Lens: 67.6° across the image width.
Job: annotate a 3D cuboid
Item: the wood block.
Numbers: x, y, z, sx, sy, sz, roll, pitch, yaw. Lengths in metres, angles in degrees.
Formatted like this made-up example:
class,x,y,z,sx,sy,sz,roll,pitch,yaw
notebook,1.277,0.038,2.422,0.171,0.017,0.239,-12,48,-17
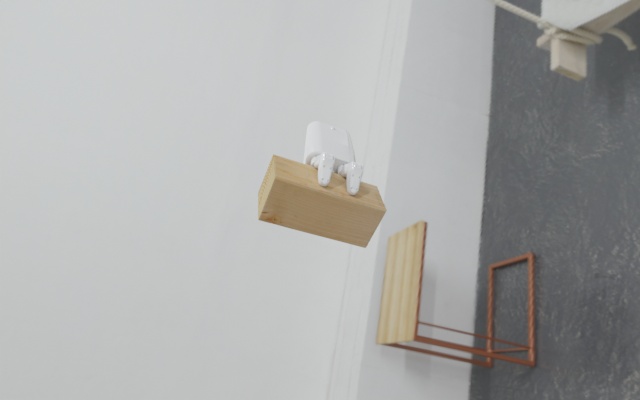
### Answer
class,x,y,z,sx,sy,sz,roll,pitch,yaw
wood block,0.000,0.003,0.856,0.206,0.091,0.090,16,29,-17
